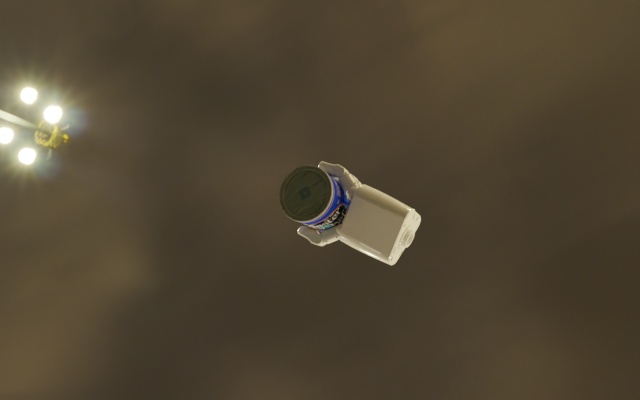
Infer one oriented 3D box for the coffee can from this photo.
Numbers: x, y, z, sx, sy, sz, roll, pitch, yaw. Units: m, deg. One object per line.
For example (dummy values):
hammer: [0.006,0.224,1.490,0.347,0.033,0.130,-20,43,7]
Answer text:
coffee can: [0.000,0.003,0.895,0.103,0.102,0.140,0,-13,24]
